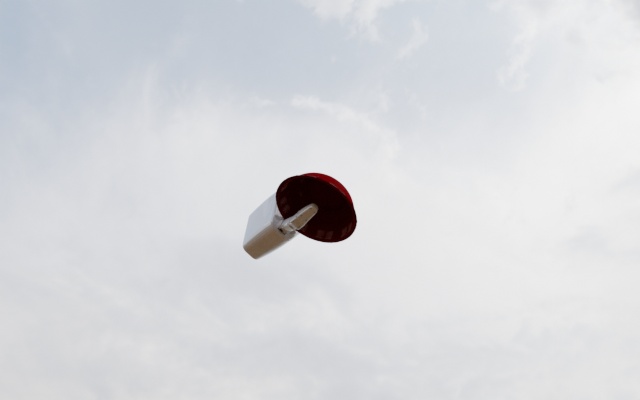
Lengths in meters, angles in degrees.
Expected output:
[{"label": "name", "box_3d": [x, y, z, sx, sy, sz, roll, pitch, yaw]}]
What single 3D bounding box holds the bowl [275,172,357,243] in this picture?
[{"label": "bowl", "box_3d": [0.001, 0.002, 0.888, 0.162, 0.162, 0.055, 0, 39, 30]}]
